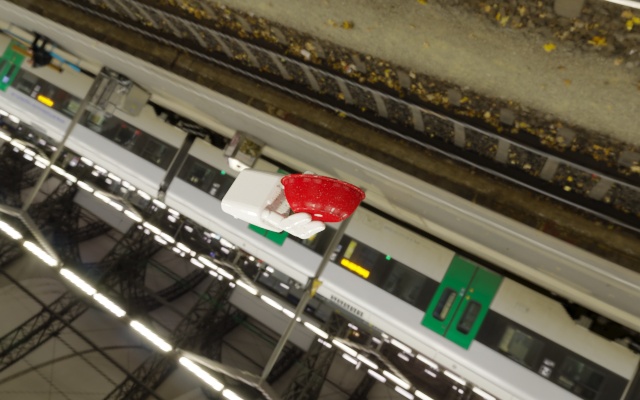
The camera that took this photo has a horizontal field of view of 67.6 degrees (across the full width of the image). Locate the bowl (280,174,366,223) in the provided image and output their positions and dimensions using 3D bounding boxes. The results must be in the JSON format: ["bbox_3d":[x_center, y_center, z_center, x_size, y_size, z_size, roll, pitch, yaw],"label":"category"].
[{"bbox_3d":[0.001,0.003,0.882,0.162,0.055,0.162,10,-15,3],"label":"bowl"}]
